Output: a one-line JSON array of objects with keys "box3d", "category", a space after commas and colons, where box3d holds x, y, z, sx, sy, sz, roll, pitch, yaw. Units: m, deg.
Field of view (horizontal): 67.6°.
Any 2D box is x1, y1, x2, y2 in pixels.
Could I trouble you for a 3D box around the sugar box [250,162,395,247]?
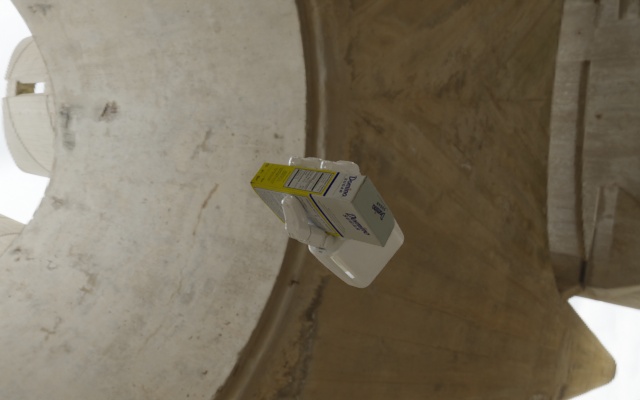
[{"box3d": [0.000, 0.002, 0.603, 0.176, 0.048, 0.093, 9, -32, 40], "category": "sugar box"}]
